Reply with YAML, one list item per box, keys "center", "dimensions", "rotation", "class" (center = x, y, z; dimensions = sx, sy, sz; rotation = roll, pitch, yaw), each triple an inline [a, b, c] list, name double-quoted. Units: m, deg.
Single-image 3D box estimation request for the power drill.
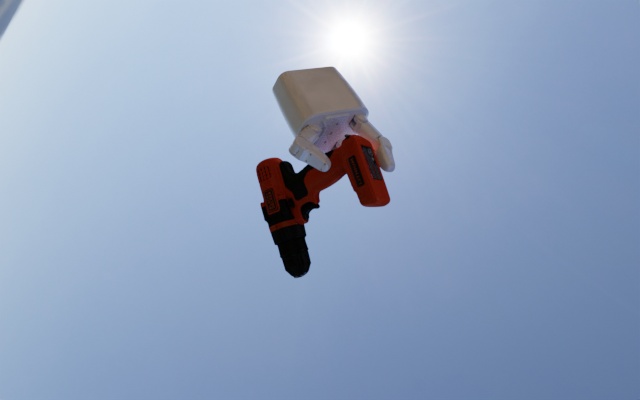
- center: [0.000, 0.002, 0.680]
  dimensions: [0.188, 0.184, 0.057]
  rotation: [-22, -10, 27]
  class: "power drill"
